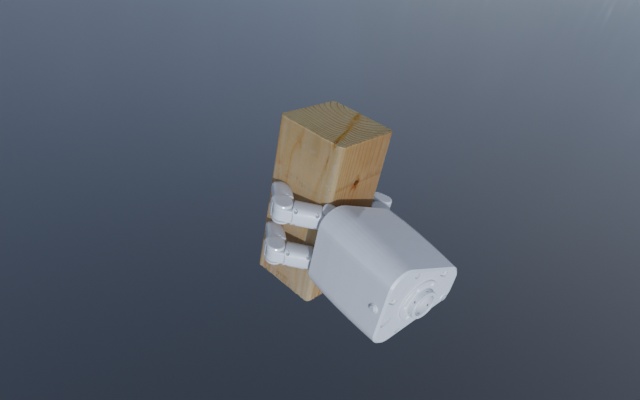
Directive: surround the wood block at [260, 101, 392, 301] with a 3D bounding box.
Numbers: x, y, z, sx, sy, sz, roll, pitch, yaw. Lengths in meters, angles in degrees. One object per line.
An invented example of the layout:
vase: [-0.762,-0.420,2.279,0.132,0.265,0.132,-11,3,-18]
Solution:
wood block: [0.001,0.002,0.561,0.090,0.206,0.091,33,37,29]
